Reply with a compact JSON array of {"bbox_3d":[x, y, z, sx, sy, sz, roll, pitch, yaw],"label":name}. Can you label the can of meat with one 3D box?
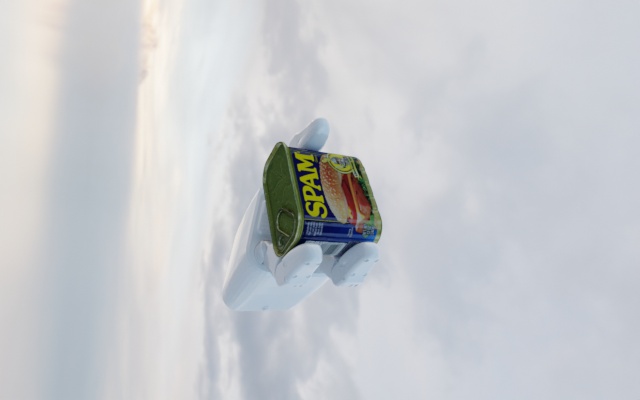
[{"bbox_3d":[0.000,0.001,0.434,0.084,0.102,0.057,6,-37,-27],"label":"can of meat"}]
